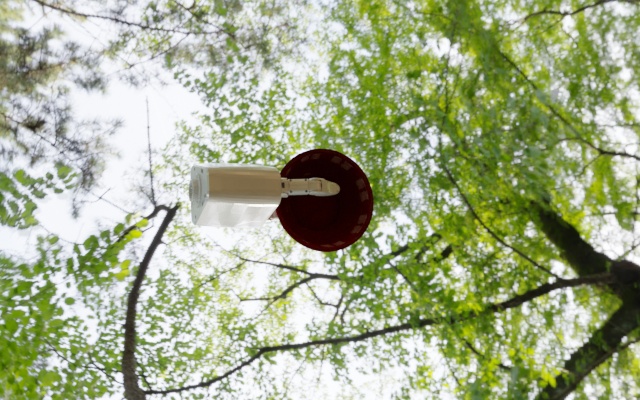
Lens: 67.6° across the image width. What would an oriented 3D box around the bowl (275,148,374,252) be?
[{"bbox_3d":[0.001,0.003,0.755,0.162,0.162,0.055,0,-10,-18],"label":"bowl"}]
